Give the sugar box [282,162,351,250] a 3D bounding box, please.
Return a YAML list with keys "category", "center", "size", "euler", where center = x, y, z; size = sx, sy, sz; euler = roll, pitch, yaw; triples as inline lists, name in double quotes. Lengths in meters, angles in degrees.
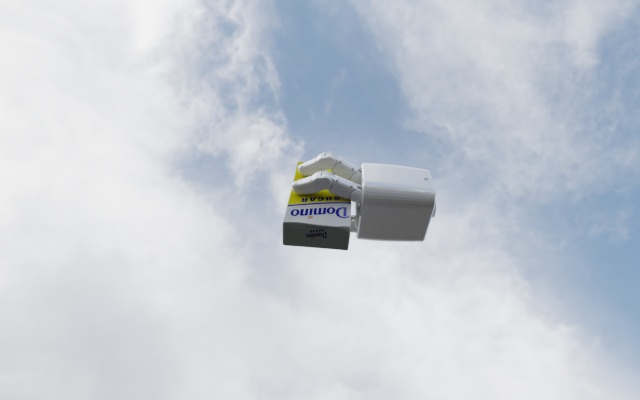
- category: "sugar box"
  center: [0.000, 0.002, 0.712]
  size: [0.093, 0.048, 0.176]
  euler: [4, 30, 1]
